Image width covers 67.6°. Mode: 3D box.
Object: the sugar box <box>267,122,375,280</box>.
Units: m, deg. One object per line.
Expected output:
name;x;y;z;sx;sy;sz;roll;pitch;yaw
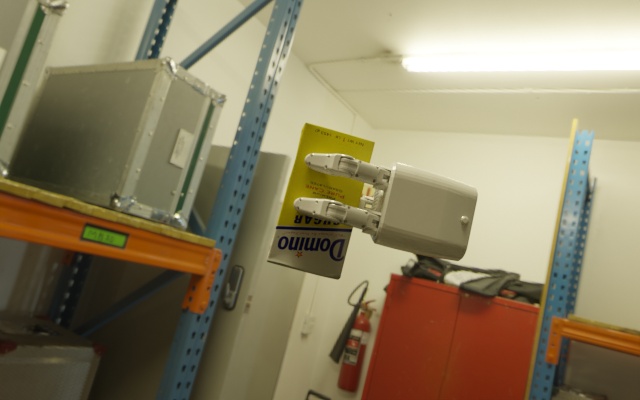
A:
sugar box;0.000;0.002;0.591;0.093;0.176;0.048;15;-9;-4
